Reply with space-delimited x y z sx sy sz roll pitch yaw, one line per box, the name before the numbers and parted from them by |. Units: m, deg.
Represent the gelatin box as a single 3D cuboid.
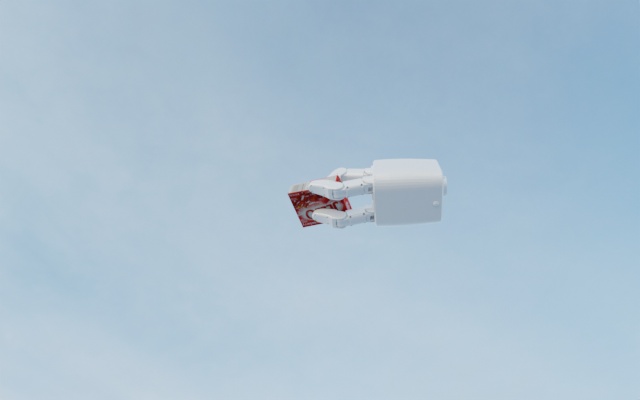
gelatin box | 0.000 0.002 0.790 0.089 0.073 0.030 -11 33 19
